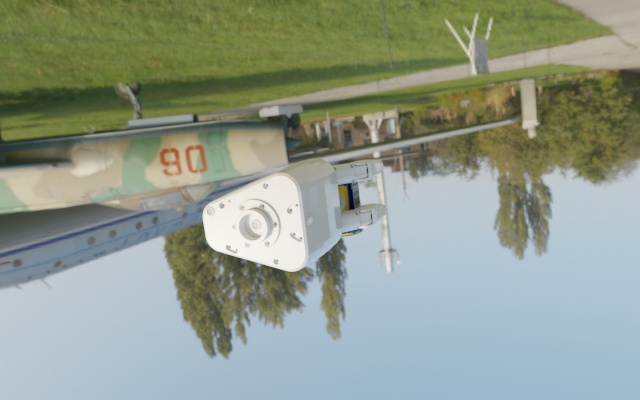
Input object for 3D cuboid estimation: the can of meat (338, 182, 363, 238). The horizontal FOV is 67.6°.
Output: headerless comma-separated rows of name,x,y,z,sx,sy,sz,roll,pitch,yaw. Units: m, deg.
can of meat,0.000,0.002,0.591,0.102,0.084,0.057,-5,8,15
